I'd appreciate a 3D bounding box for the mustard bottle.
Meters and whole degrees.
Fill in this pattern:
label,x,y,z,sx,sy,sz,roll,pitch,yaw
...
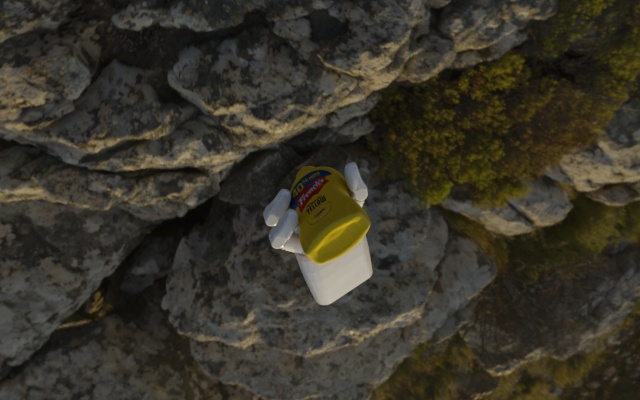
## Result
label,x,y,z,sx,sy,sz,roll,pitch,yaw
mustard bottle,0.000,0.002,0.700,0.058,0.096,0.191,43,12,-34
